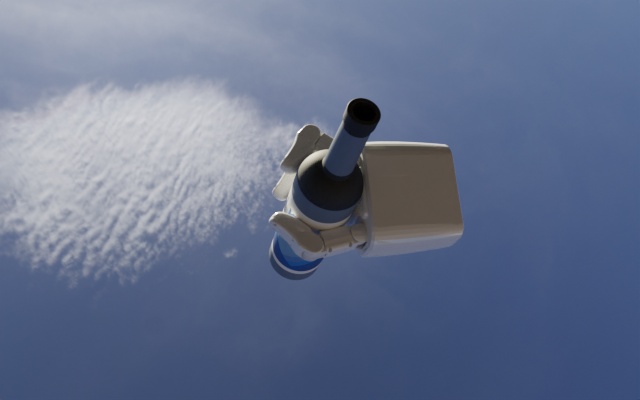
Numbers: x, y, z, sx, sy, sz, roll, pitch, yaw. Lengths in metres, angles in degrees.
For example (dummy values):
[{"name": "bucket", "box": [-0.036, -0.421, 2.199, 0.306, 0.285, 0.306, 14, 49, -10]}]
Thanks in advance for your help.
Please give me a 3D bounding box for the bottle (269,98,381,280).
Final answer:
[{"name": "bottle", "box": [0.000, 0.002, 0.489, 0.069, 0.069, 0.296, 0, -28, -15]}]
